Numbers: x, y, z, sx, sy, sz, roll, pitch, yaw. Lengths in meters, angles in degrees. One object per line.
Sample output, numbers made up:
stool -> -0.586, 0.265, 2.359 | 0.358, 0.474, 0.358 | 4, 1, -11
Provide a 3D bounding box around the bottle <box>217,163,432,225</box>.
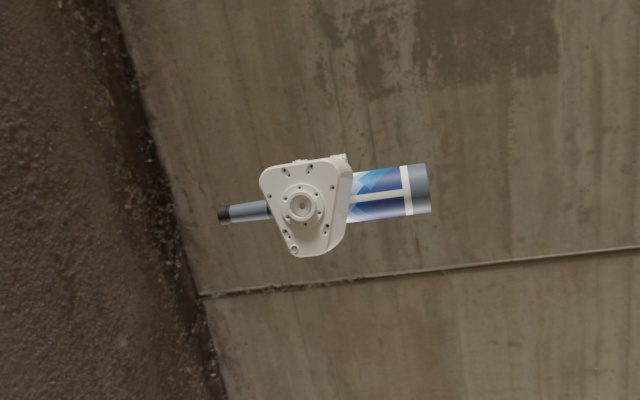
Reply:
bottle -> 0.000, 0.002, 0.664 | 0.296, 0.069, 0.069 | -8, -1, 10
